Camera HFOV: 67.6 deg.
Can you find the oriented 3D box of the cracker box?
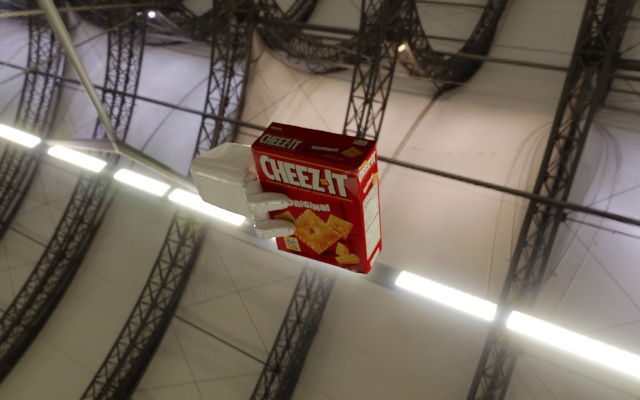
[{"bbox_3d":[0.000,0.002,0.704,0.164,0.214,0.072,14,47,24],"label":"cracker box"}]
